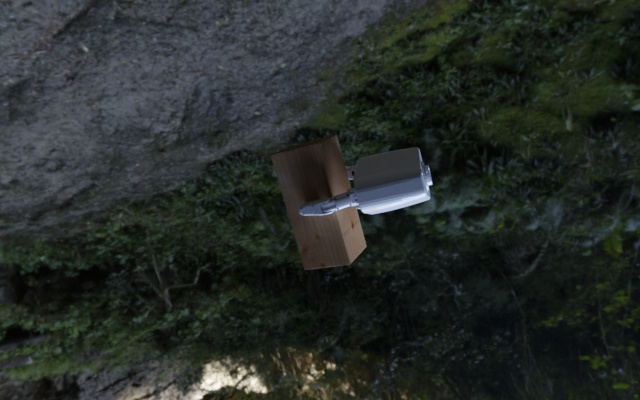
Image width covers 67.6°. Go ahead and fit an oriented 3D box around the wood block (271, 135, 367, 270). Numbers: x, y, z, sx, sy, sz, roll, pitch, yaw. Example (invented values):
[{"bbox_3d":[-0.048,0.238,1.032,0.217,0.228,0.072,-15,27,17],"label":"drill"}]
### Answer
[{"bbox_3d":[0.000,0.003,0.817,0.090,0.206,0.091,-11,11,27],"label":"wood block"}]
